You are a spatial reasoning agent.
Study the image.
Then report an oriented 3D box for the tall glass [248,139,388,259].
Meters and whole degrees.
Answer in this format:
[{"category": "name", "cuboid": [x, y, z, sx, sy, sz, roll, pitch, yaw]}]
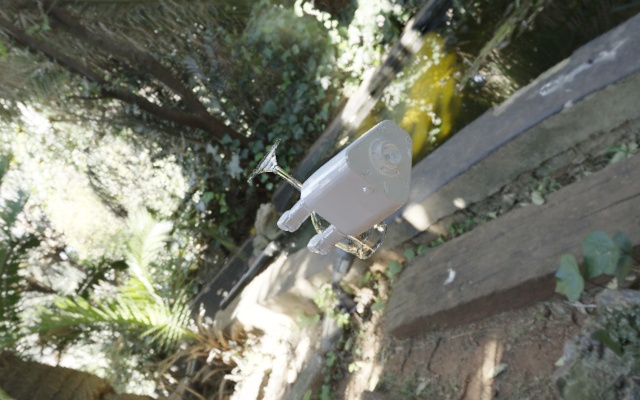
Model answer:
[{"category": "tall glass", "cuboid": [0.000, 0.002, 0.678, 0.201, 0.079, 0.079, 37, -8, -11]}]
